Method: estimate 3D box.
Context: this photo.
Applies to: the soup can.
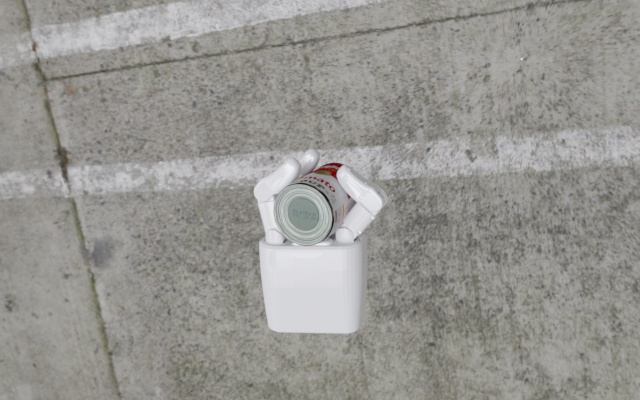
[{"bbox_3d":[0.000,0.001,0.519,0.068,0.068,0.102,0,15,23],"label":"soup can"}]
